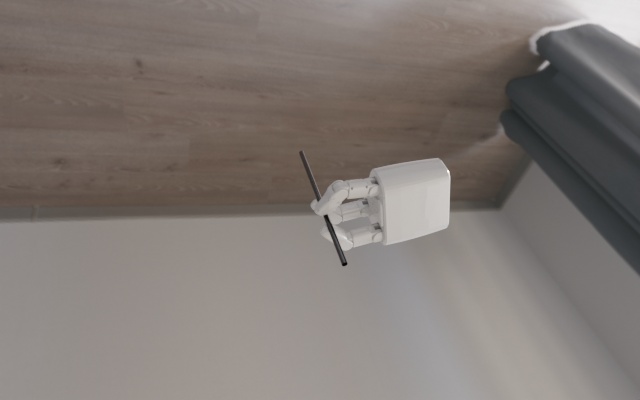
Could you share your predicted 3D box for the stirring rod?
[{"bbox_3d":[0.000,0.002,0.711,0.011,0.011,0.239,0,43,-21],"label":"stirring rod"}]
